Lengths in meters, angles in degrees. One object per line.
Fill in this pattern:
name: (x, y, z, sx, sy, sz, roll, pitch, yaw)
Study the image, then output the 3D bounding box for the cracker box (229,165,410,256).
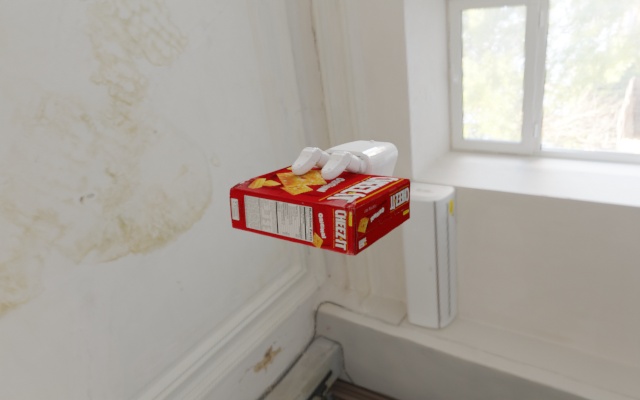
cracker box: (0.000, 0.002, 0.697, 0.213, 0.072, 0.164, 9, 21, 34)
